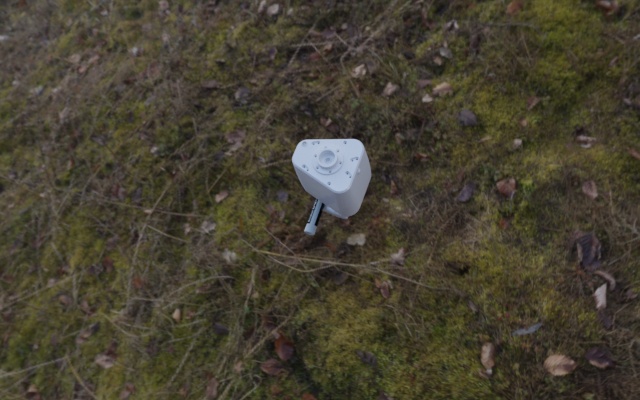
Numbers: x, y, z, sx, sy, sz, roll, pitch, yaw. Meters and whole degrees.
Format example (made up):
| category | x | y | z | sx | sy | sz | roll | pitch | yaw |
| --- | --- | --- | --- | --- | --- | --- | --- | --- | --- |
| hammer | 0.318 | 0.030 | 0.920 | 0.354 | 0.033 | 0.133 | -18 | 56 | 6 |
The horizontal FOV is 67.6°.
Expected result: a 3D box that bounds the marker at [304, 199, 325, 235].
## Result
| category | x | y | z | sx | sy | sz | roll | pitch | yaw |
| --- | --- | --- | --- | --- | --- | --- | --- | --- | --- |
| marker | 0.000 | 0.003 | 0.850 | 0.020 | 0.121 | 0.020 | 19 | -15 | 5 |
